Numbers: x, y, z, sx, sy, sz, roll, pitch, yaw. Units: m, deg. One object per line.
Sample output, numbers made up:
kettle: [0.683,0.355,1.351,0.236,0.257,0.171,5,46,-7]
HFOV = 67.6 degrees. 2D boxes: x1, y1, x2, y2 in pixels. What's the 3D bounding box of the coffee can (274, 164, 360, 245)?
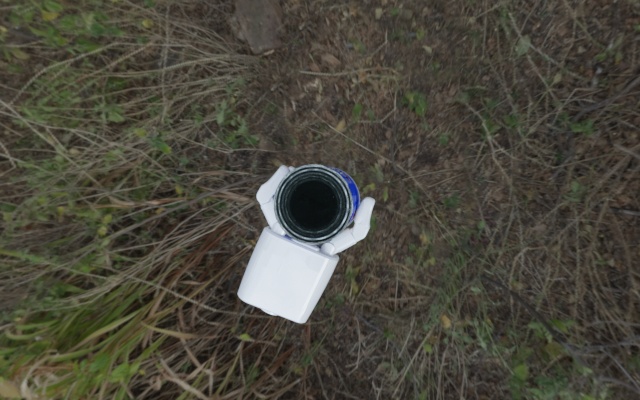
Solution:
coffee can: [0.000,0.002,0.671,0.103,0.103,0.140,0,2,8]
